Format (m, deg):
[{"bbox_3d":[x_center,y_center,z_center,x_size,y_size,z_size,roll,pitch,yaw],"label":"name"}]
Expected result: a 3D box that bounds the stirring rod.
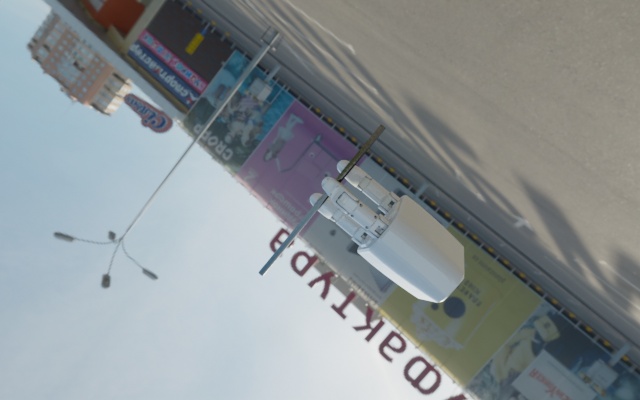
[{"bbox_3d":[0.000,0.002,0.594,0.011,0.239,0.011,39,7,-6],"label":"stirring rod"}]
